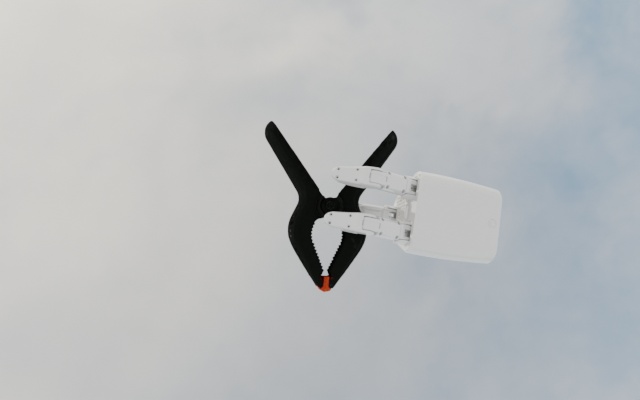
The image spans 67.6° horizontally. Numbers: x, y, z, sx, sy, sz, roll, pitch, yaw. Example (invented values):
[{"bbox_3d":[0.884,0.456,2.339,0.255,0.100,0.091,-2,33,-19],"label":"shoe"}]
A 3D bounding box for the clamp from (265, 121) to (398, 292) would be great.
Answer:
[{"bbox_3d":[0.000,0.003,0.581,0.164,0.210,0.036,10,-8,-4],"label":"clamp"}]
